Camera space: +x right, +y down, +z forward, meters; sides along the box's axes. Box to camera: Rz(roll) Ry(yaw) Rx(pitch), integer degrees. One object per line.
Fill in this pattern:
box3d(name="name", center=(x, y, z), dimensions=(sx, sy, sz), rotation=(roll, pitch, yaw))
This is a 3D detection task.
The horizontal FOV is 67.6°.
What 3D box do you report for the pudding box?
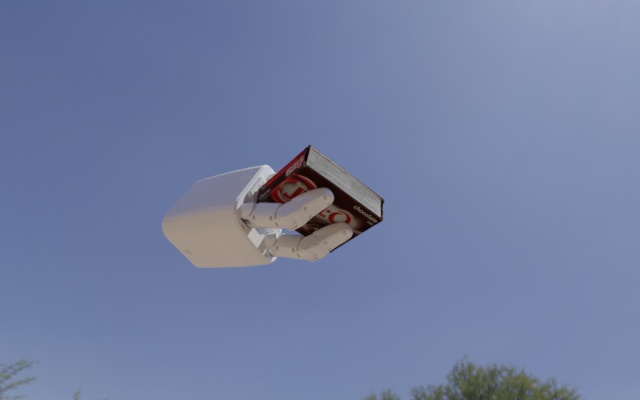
box3d(name="pudding box", center=(0.000, 0.002, 0.528), dimensions=(0.113, 0.039, 0.090), rotation=(33, -45, -24))
